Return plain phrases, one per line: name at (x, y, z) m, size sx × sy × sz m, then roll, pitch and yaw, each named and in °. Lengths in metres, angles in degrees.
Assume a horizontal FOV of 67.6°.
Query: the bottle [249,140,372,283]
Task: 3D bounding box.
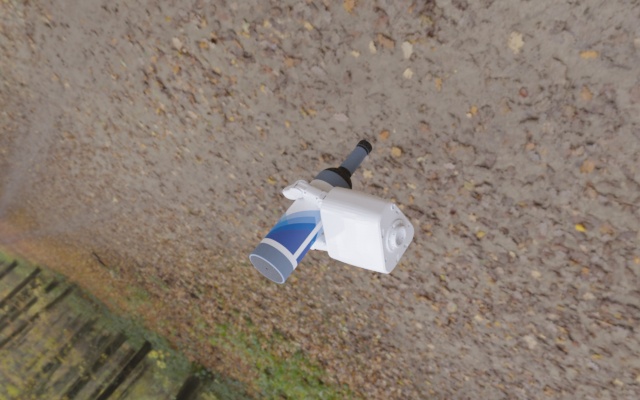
bottle at (0.000, 0.003, 0.790) m, size 0.069 × 0.069 × 0.295 m, roll 0°, pitch 44°, yaw 50°
